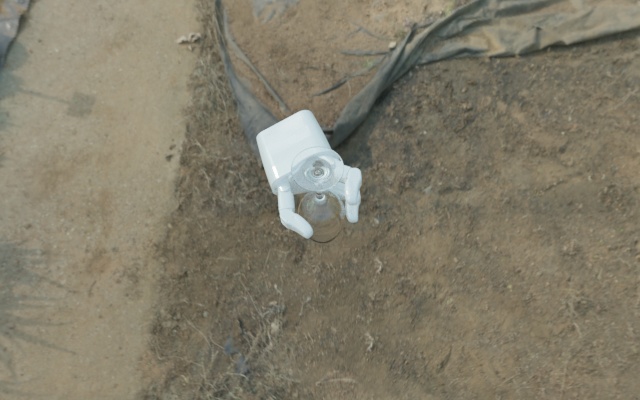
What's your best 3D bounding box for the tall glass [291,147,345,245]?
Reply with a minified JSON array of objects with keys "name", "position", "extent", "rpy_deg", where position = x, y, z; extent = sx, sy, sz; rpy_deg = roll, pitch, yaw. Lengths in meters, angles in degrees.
[{"name":"tall glass","position":[0.000,0.002,0.751],"extent":[0.079,0.079,0.201],"rpy_deg":[0,-29,3]}]
